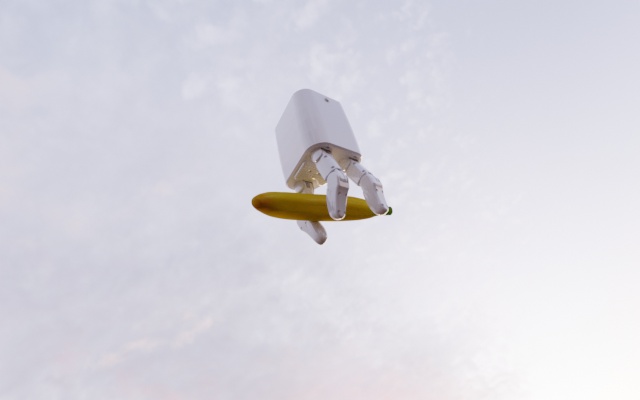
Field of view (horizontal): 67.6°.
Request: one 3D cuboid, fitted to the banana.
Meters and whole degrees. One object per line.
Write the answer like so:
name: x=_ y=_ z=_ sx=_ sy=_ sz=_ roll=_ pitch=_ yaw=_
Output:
banana: x=-0.004 y=0.007 z=0.642 sx=0.198 sy=0.037 sz=0.070 roll=2 pitch=-15 yaw=-24
